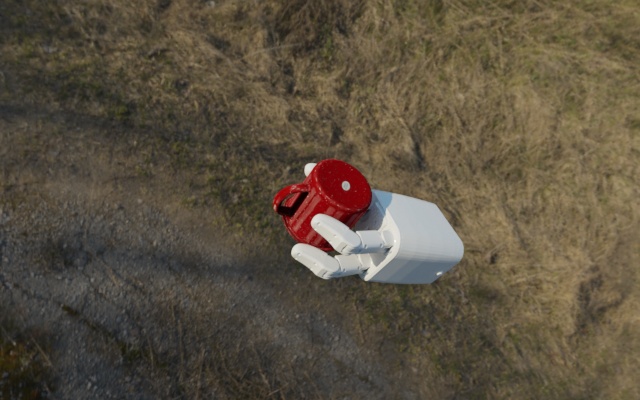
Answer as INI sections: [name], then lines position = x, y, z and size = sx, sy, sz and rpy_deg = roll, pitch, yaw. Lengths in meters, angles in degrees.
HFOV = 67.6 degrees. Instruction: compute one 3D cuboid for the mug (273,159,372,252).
[mug]
position = -0.001, 0.002, 0.582
size = 0.117, 0.093, 0.081
rpy_deg = 9, -40, -27
